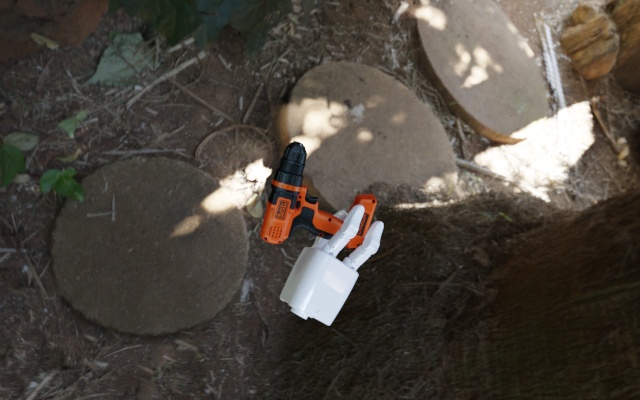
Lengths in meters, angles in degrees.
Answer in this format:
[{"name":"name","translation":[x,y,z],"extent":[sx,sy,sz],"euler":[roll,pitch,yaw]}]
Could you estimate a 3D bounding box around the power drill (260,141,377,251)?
[{"name":"power drill","translation":[0.000,0.003,0.853],"extent":[0.187,0.184,0.057],"euler":[15,10,-12]}]
